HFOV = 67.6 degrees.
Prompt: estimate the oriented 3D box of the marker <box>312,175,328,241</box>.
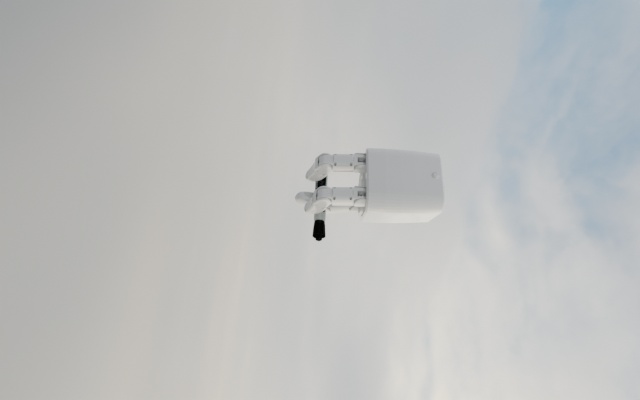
[{"bbox_3d":[0.000,0.002,0.700,0.020,0.121,0.020,2,-28,1],"label":"marker"}]
